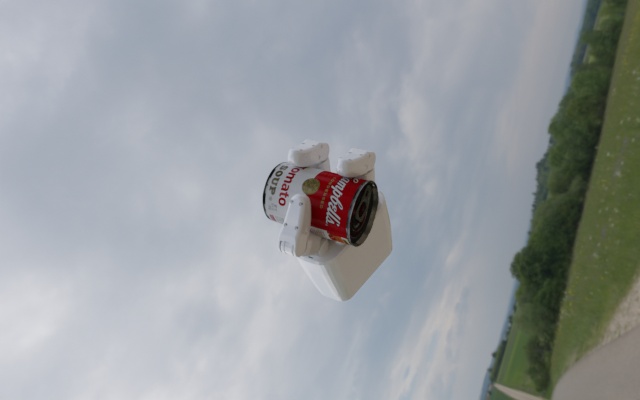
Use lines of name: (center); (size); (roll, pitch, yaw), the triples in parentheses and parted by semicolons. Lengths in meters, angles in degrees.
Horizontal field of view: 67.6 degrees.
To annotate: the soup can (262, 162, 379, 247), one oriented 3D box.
soup can: (0.000, 0.001, 0.494); (0.102, 0.068, 0.068); (15, 7, 26)
